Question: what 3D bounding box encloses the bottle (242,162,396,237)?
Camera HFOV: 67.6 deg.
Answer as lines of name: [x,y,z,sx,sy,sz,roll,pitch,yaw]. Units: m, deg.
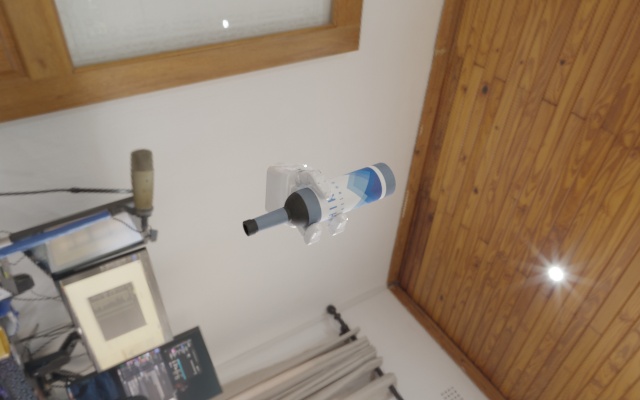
bottle: [0.000,0.003,0.857,0.295,0.069,0.069,-20,9,-26]
